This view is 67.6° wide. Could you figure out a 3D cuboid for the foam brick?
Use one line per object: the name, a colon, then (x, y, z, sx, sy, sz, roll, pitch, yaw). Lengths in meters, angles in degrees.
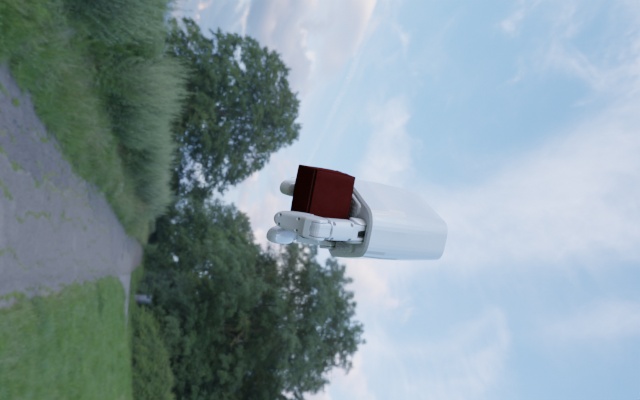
foam brick: (0.000, 0.002, 0.545, 0.051, 0.078, 0.053, 7, 9, -24)
